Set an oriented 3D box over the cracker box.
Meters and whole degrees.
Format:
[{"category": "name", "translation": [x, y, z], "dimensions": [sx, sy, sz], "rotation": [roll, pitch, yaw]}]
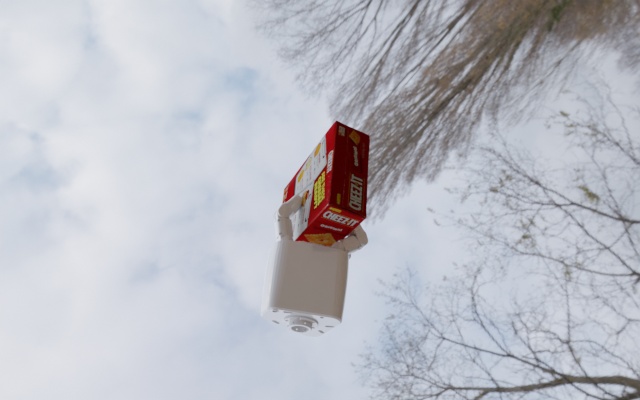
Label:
[{"category": "cracker box", "translation": [0.000, 0.003, 0.783], "dimensions": [0.072, 0.164, 0.214], "rotation": [19, -37, -19]}]
